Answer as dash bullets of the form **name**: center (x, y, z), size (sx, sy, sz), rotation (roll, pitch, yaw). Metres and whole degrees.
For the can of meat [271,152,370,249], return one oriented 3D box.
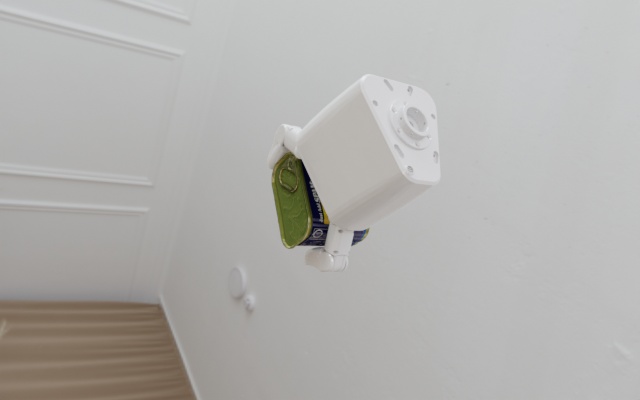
- **can of meat**: center (0.000, 0.002, 0.530), size (0.084, 0.102, 0.057), rotation (4, -28, -34)
